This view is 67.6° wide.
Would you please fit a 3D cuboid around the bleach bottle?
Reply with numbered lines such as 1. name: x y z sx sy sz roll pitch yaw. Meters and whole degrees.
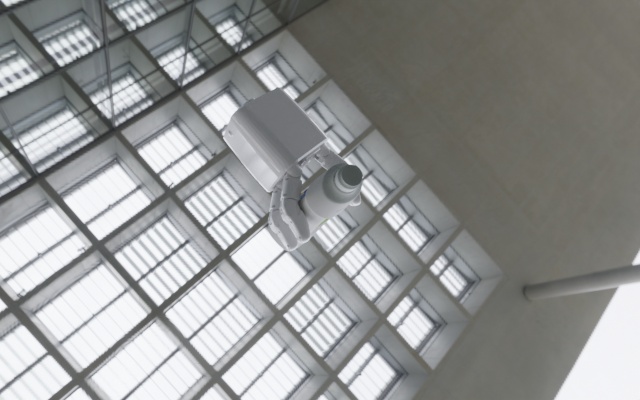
1. bleach bottle: 0.000 0.002 0.683 0.102 0.068 0.251 -43 1 -27
